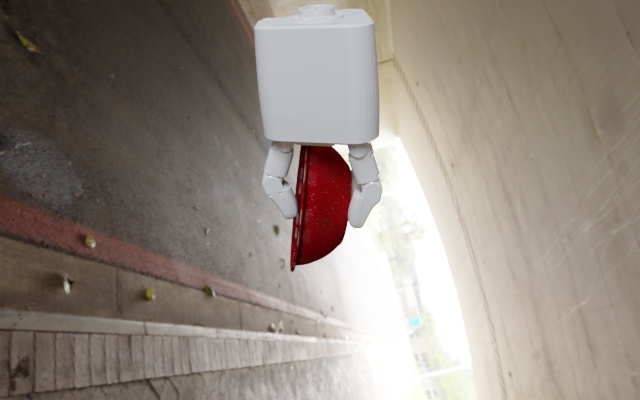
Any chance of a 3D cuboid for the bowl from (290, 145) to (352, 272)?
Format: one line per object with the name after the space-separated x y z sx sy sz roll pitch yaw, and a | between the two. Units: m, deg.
0.000 0.003 0.540 0.055 0.162 0.162 6 -1 -6 | bowl
